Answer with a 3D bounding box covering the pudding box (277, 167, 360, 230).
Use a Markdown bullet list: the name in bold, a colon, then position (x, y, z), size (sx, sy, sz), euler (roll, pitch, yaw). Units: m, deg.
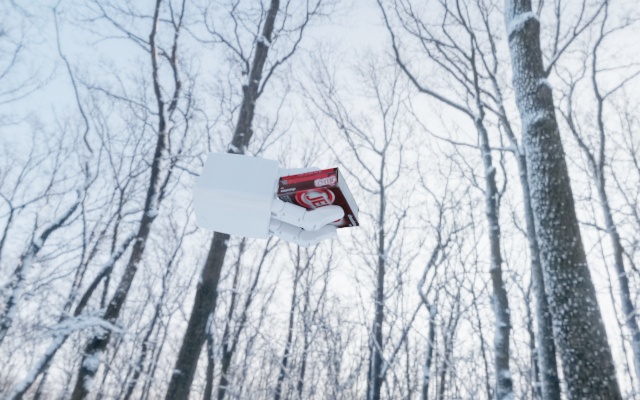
- **pudding box**: position (0.000, 0.002, 0.695), size (0.090, 0.039, 0.114), euler (-8, -33, 18)
